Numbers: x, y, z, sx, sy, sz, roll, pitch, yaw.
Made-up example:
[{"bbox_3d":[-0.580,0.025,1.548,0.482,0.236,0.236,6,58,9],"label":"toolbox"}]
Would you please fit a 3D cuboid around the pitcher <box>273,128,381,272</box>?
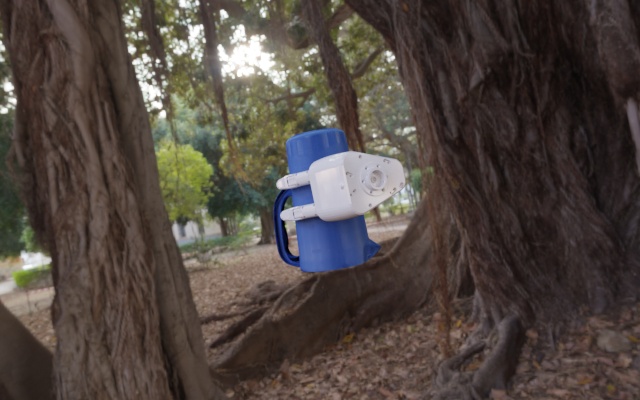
[{"bbox_3d":[0.000,0.003,0.854,0.149,0.243,0.145,-10,0,-26],"label":"pitcher"}]
